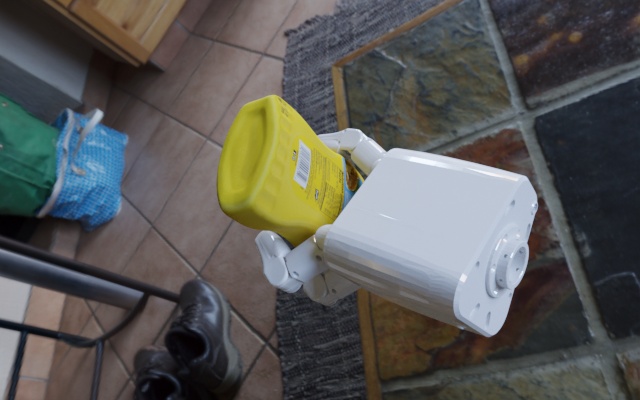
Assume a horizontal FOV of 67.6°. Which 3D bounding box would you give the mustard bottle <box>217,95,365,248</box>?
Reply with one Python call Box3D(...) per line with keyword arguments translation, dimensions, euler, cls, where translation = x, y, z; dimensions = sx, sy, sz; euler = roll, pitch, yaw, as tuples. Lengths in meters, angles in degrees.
Box3D(translation=(0.000, 0.001, 0.406), dimensions=(0.058, 0.096, 0.192), euler=(-11, -30, 33), cls="mustard bottle")
